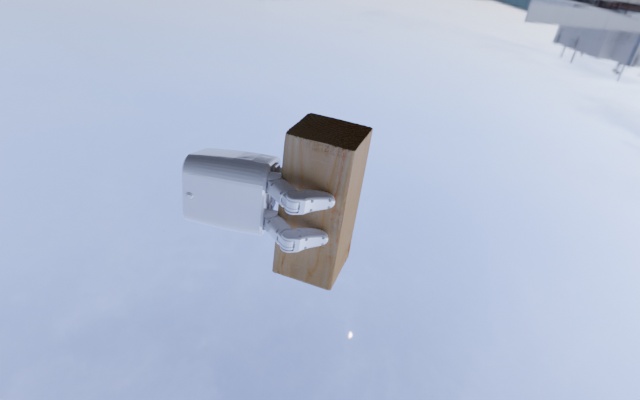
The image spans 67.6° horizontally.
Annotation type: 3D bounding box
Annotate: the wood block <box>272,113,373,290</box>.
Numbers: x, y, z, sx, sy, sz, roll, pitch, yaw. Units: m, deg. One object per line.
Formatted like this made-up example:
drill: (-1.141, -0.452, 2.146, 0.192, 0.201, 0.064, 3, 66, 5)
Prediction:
wood block: (0.000, 0.002, 0.635, 0.090, 0.206, 0.090, 16, 31, 12)
